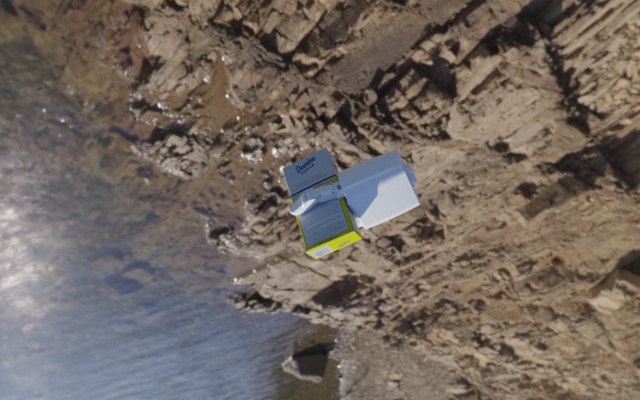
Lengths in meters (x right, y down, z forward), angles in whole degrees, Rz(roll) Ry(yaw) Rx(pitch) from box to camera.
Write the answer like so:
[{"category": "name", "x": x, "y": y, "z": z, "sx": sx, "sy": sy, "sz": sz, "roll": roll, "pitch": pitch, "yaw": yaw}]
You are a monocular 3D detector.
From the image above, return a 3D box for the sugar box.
[{"category": "sugar box", "x": 0.001, "y": 0.003, "z": 0.833, "sx": 0.093, "sy": 0.176, "sz": 0.048, "roll": -25, "pitch": -33, "yaw": 14}]
